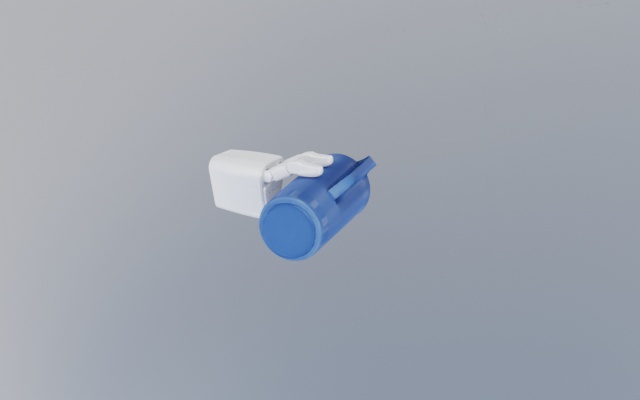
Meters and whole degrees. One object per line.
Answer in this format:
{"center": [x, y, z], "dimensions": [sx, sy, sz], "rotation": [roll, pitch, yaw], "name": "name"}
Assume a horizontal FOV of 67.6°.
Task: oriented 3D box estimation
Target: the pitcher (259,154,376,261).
{"center": [0.000, 0.003, 0.827], "dimensions": [0.145, 0.149, 0.242], "rotation": [12, 22, 17], "name": "pitcher"}
